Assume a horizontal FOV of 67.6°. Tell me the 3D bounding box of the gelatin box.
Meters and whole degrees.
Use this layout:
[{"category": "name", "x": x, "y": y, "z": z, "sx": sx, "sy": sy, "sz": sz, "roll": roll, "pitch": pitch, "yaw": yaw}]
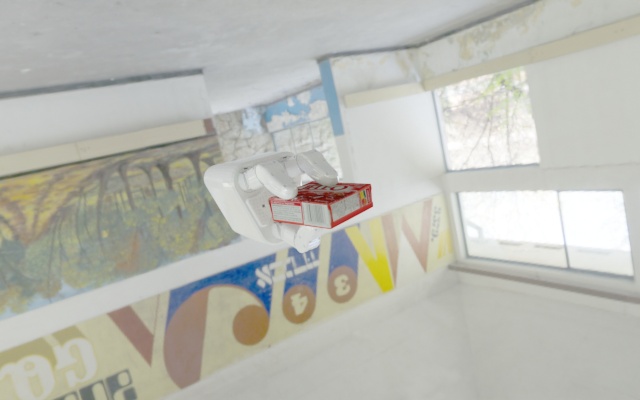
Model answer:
[{"category": "gelatin box", "x": 0.000, "y": 0.002, "z": 0.516, "sx": 0.089, "sy": 0.030, "sz": 0.073, "roll": 5, "pitch": 20, "yaw": 42}]
